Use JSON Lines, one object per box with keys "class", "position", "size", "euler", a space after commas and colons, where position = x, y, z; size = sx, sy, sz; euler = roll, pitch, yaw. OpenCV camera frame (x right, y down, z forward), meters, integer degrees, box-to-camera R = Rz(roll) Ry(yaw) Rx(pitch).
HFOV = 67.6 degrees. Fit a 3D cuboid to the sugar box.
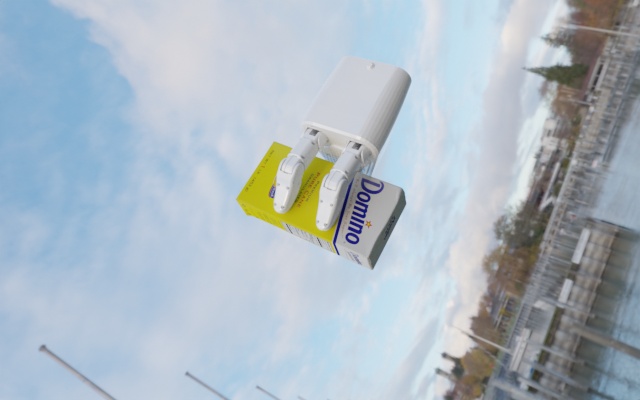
{"class": "sugar box", "position": [0.000, 0.001, 0.553], "size": [0.176, 0.093, 0.048], "euler": [20, -21, 25]}
